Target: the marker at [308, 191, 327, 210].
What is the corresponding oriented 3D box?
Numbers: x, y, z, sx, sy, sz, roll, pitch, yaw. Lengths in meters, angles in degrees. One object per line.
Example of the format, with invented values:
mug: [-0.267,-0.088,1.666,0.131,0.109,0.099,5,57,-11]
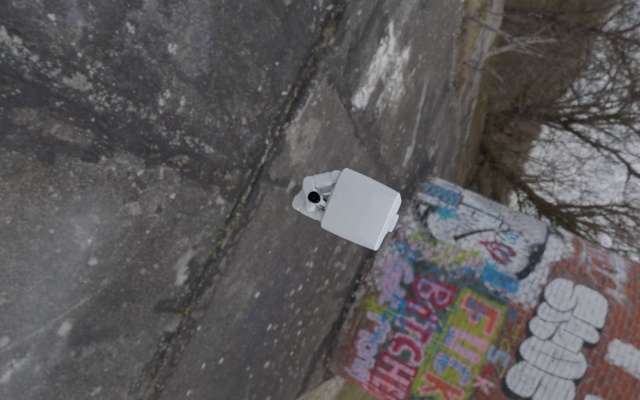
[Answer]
marker: [0.000,0.003,0.813,0.020,0.020,0.121,0,-9,12]
